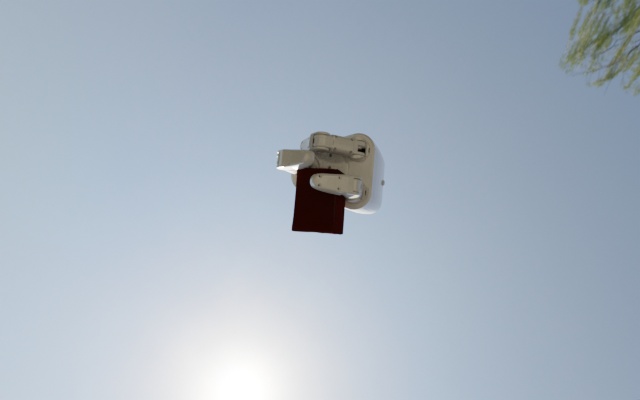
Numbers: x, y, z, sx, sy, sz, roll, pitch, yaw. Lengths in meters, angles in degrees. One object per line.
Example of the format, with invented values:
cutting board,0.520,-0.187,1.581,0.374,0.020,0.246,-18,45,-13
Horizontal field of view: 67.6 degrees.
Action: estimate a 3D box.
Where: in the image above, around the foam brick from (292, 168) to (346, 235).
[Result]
foam brick,0.000,0.002,0.582,0.053,0.078,0.051,4,-6,16
